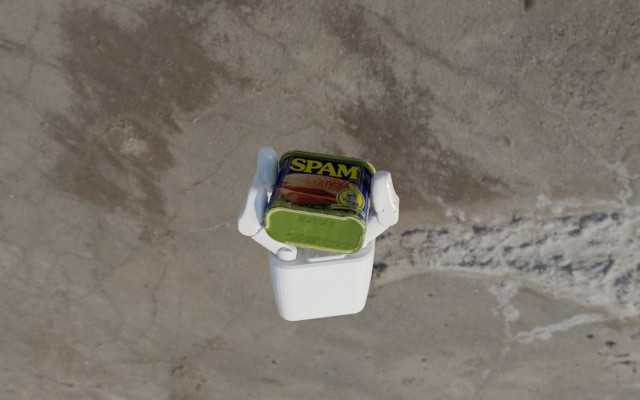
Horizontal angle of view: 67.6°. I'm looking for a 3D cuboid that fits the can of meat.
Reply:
[{"bbox_3d":[0.000,0.002,0.475,0.102,0.057,0.084,8,44,4],"label":"can of meat"}]
